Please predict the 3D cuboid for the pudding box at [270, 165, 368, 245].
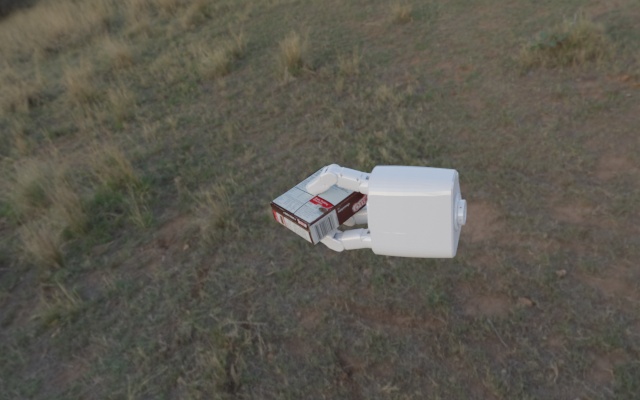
[{"bbox_3d":[0.000,0.002,0.676,0.113,0.039,0.090,-34,40,-27],"label":"pudding box"}]
